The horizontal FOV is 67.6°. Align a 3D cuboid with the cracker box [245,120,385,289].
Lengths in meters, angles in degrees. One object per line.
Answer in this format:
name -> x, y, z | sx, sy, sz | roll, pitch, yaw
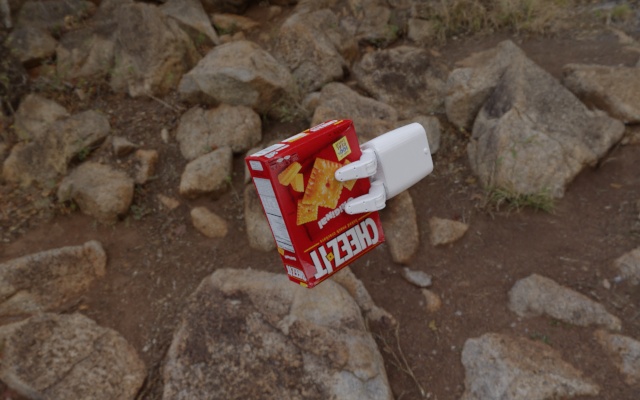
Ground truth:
cracker box -> 0.000, 0.002, 0.739 | 0.164, 0.214, 0.072 | -28, 21, -28
